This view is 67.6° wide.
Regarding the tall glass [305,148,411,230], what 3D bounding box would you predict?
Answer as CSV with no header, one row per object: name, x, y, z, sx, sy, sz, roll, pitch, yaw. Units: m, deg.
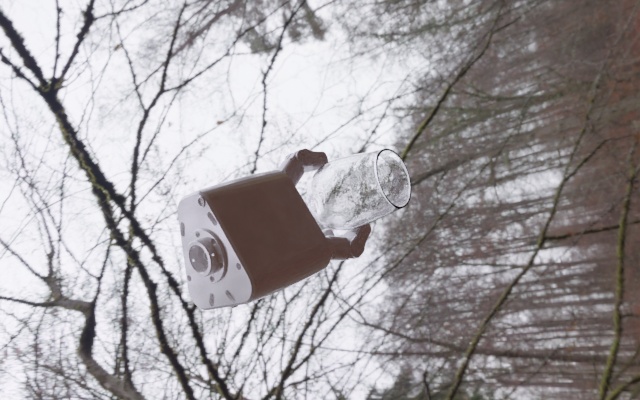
tall glass,0.000,0.002,0.536,0.201,0.079,0.079,-18,-12,39
